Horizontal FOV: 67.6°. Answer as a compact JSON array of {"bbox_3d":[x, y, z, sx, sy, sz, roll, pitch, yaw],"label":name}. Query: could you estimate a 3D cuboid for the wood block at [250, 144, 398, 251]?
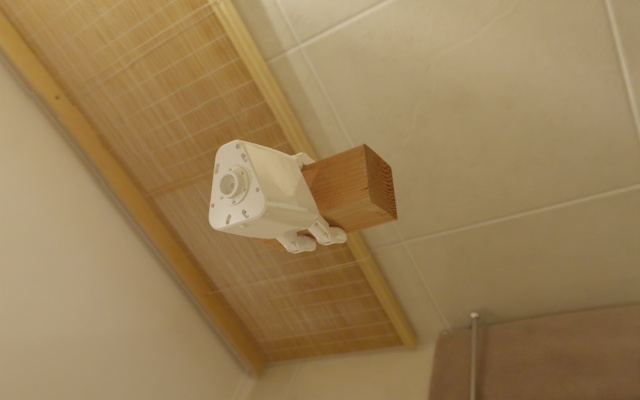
[{"bbox_3d":[0.000,0.002,0.717,0.206,0.090,0.090,-17,-29,29],"label":"wood block"}]
